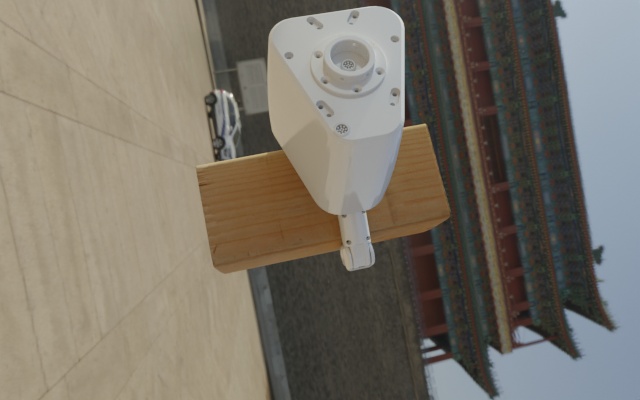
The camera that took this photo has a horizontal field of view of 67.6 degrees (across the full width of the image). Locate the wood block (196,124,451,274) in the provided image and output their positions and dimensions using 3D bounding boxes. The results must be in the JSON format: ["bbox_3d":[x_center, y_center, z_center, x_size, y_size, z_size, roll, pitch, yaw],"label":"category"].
[{"bbox_3d":[0.000,0.002,0.448,0.206,0.091,0.090,-11,-11,-7],"label":"wood block"}]
